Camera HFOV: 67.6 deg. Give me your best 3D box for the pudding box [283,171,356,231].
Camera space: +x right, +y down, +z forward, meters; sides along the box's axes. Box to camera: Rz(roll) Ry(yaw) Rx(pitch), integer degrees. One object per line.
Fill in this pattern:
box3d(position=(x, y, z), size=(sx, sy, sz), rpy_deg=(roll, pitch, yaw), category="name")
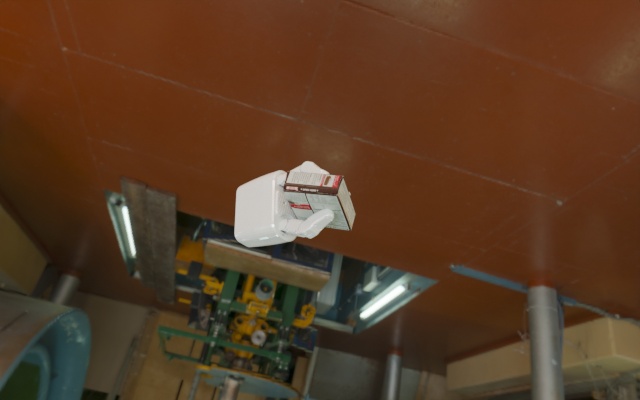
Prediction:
box3d(position=(0.000, 0.003, 0.740), size=(0.090, 0.039, 0.114), rpy_deg=(5, -28, 18), category="pudding box")
